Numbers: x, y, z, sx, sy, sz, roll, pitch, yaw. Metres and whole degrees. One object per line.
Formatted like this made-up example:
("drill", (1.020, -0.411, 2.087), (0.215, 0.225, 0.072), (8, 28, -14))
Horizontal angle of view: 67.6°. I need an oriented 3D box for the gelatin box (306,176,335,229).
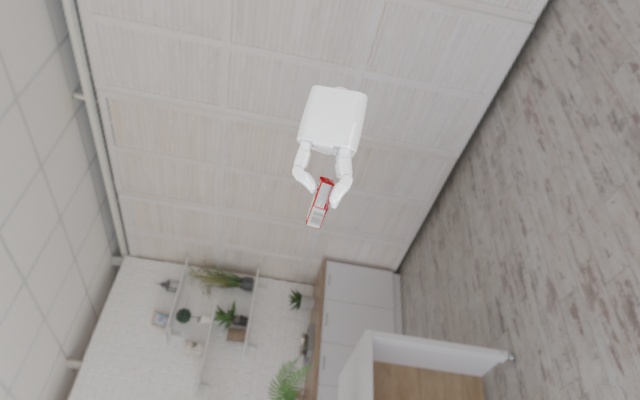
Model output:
("gelatin box", (0.000, 0.003, 0.891), (0.030, 0.089, 0.073), (19, 7, -4))
